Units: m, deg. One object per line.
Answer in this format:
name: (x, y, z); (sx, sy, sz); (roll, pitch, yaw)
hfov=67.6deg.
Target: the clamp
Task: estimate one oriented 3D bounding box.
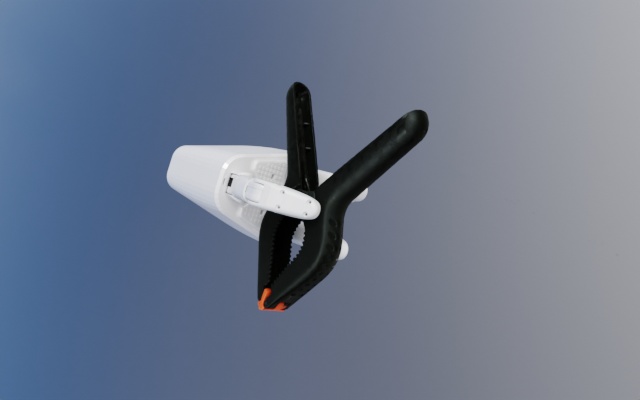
clamp: (-0.001, 0.002, 0.409); (0.036, 0.210, 0.164); (17, 0, -43)
